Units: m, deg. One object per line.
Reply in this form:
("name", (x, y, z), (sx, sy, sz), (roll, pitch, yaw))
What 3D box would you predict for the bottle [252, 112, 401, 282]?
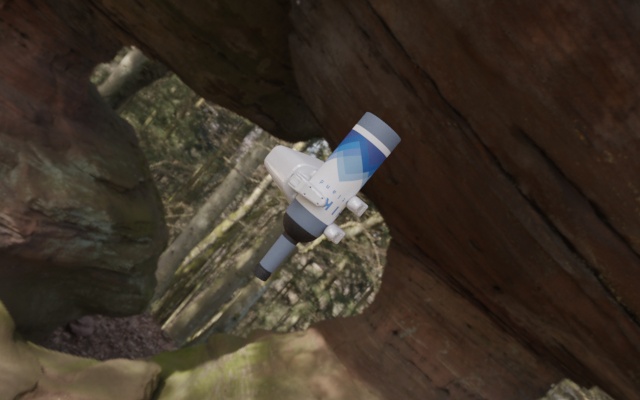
("bottle", (0.000, 0.002, 0.719), (0.069, 0.296, 0.069), (40, 3, -3))
